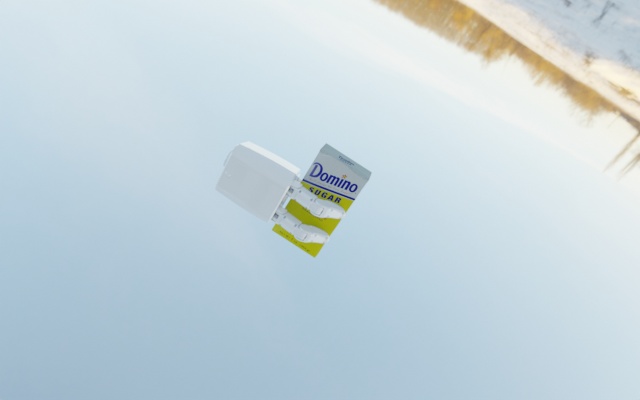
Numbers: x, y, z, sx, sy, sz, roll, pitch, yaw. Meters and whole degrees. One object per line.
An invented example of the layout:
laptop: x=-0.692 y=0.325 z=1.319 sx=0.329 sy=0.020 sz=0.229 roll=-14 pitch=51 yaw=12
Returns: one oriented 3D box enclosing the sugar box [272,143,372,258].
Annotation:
sugar box: x=0.000 y=0.003 z=0.800 sx=0.093 sy=0.176 sz=0.048 roll=32 pitch=28 yaw=0
